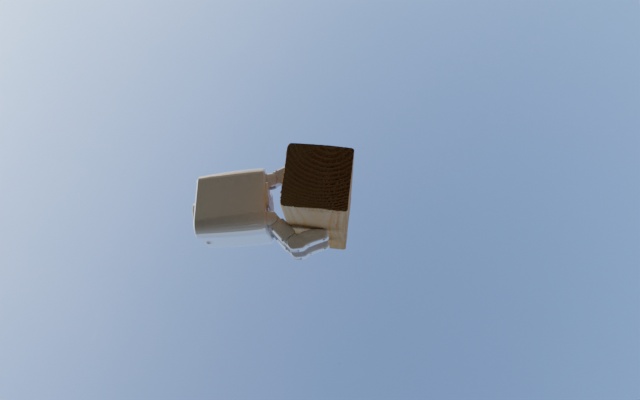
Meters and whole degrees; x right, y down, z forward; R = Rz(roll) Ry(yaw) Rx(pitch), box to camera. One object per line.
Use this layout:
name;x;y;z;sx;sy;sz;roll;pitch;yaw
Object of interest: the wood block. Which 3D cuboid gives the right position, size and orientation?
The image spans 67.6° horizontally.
wood block;0.000;0.002;0.709;0.090;0.090;0.206;5;-19;4
